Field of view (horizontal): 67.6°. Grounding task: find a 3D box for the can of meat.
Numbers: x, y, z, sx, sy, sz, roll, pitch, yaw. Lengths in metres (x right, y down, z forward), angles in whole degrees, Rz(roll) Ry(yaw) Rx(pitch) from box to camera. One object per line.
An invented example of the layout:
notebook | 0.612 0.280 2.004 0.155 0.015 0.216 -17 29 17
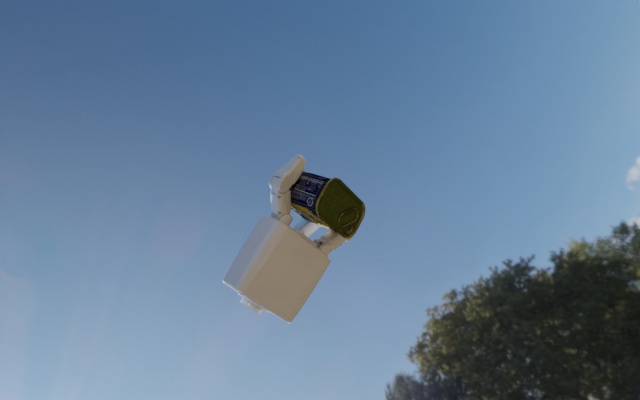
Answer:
can of meat | 0.000 0.002 0.663 0.084 0.057 0.102 19 -15 41
